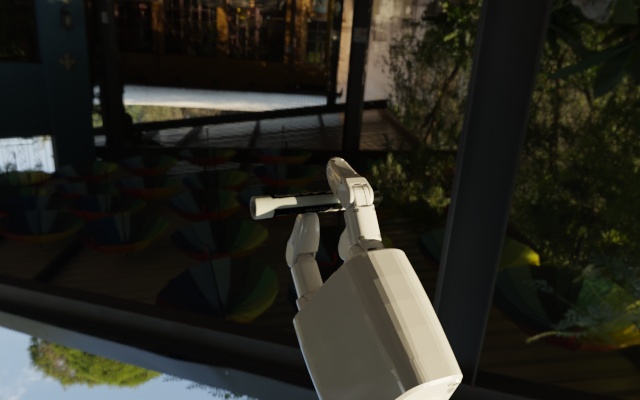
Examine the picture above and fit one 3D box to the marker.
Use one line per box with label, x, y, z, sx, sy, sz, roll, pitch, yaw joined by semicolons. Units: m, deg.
marker;0.000;0.001;0.412;0.121;0.020;0.020;-5;2;-24
